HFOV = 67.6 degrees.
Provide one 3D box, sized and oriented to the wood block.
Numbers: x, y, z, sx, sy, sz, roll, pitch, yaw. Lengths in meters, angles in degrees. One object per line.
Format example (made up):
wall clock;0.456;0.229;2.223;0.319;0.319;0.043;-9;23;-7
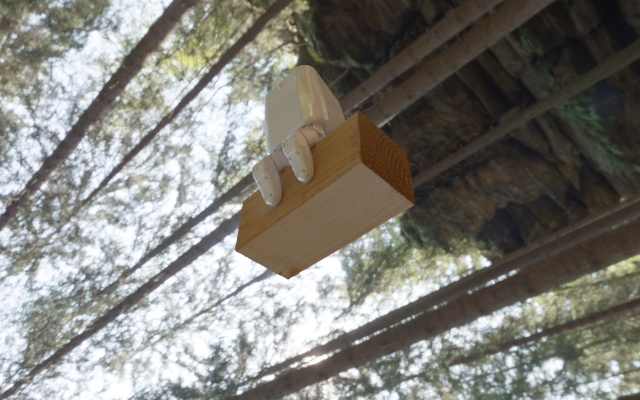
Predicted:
wood block;0.000;0.002;0.575;0.091;0.090;0.206;34;-52;-30
